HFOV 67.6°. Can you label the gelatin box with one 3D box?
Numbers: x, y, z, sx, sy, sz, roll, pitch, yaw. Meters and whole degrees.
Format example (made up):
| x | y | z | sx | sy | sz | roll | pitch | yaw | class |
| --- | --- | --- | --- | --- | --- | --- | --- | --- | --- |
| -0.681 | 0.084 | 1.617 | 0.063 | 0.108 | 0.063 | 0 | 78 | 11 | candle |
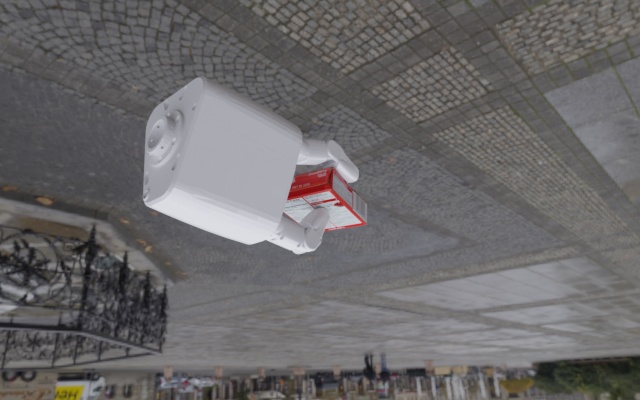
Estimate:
| x | y | z | sx | sy | sz | roll | pitch | yaw | class |
| --- | --- | --- | --- | --- | --- | --- | --- | --- | --- |
| 0.000 | 0.002 | 0.518 | 0.073 | 0.030 | 0.089 | -11 | -32 | 28 | gelatin box |
